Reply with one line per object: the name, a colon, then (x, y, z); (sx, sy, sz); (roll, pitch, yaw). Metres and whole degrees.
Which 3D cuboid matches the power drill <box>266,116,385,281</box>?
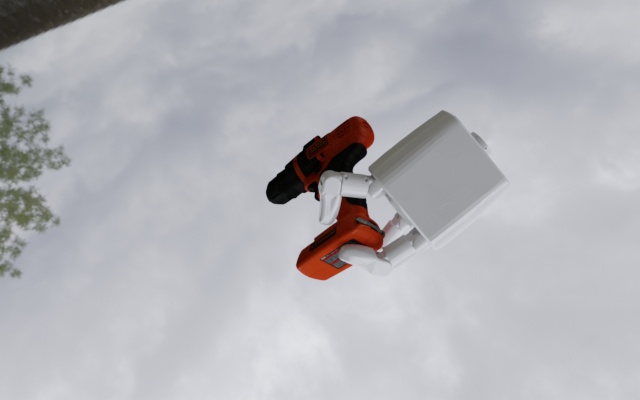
power drill: (0.000, 0.002, 0.605); (0.184, 0.187, 0.057); (-36, -46, 29)
